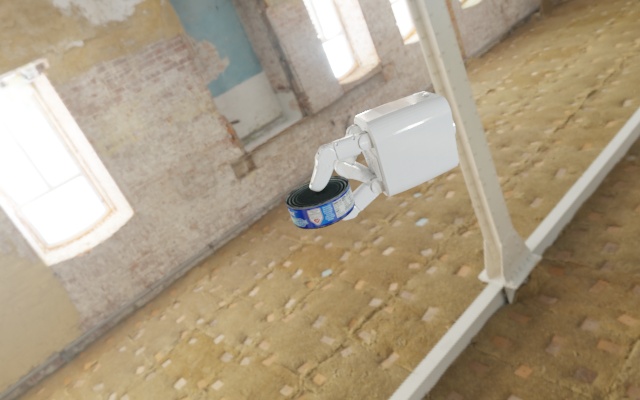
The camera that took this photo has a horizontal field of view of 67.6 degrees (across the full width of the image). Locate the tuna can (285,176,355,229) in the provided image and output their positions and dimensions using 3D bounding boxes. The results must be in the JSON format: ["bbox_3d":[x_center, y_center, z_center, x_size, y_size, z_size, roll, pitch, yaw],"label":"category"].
[{"bbox_3d":[0.000,0.003,0.614,0.086,0.034,0.086,-16,23,7],"label":"tuna can"}]
